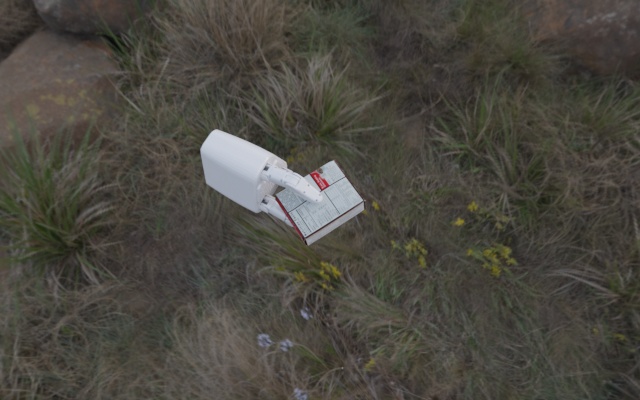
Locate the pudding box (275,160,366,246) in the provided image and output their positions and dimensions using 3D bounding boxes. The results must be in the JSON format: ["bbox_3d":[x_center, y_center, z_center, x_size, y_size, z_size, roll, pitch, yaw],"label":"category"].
[{"bbox_3d":[0.000,0.002,0.734,0.113,0.090,0.039,-32,-21,-7],"label":"pudding box"}]
